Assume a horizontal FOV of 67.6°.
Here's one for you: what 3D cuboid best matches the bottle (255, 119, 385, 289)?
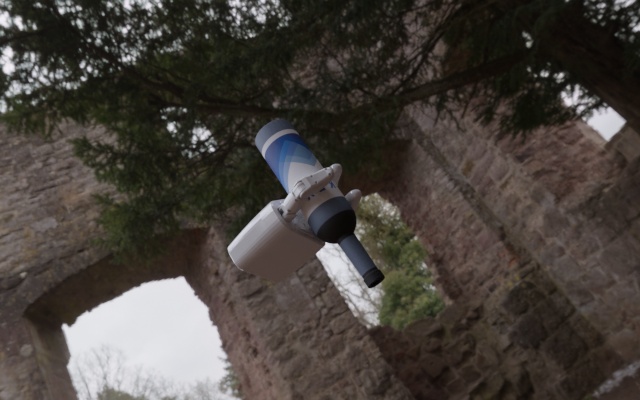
[{"bbox_3d":[0.000,0.002,0.708,0.069,0.295,0.069,-28,-26,-15],"label":"bottle"}]
